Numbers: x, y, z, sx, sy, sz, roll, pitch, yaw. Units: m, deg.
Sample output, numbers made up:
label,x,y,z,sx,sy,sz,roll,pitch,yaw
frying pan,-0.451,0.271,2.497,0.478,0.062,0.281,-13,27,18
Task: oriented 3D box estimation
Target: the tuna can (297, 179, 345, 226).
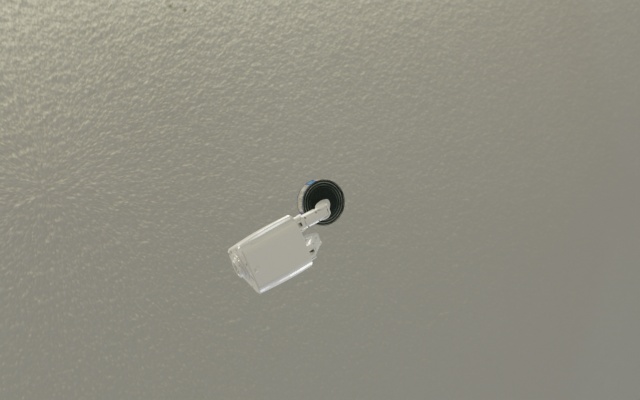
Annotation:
label,x,y,z,sx,sy,sz,roll,pitch,yaw
tuna can,0.000,0.003,0.890,0.086,0.086,0.034,0,4,-25
